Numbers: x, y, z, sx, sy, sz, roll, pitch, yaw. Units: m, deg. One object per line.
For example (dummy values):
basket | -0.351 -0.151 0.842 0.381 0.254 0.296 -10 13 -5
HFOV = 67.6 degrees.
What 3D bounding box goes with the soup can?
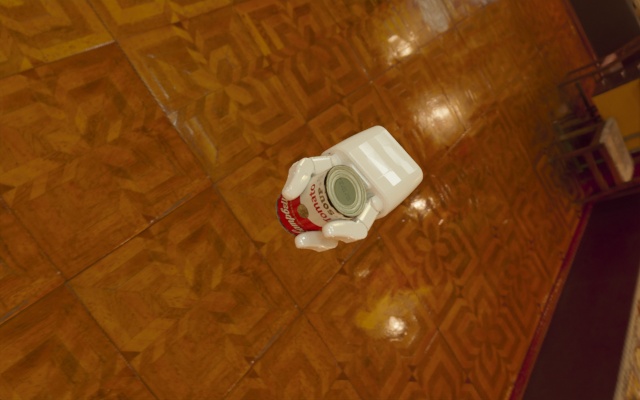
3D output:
soup can | 0.000 0.002 0.602 0.068 0.068 0.102 0 -16 -41
